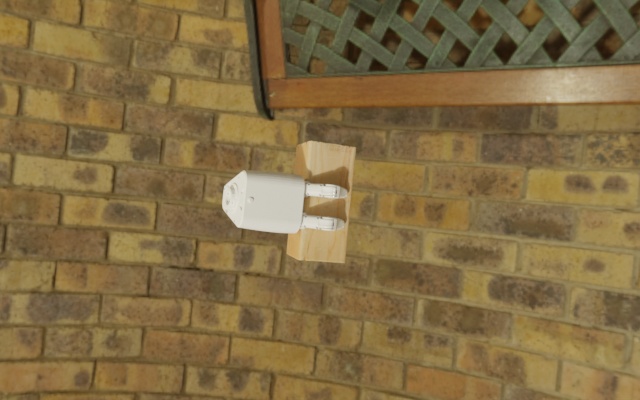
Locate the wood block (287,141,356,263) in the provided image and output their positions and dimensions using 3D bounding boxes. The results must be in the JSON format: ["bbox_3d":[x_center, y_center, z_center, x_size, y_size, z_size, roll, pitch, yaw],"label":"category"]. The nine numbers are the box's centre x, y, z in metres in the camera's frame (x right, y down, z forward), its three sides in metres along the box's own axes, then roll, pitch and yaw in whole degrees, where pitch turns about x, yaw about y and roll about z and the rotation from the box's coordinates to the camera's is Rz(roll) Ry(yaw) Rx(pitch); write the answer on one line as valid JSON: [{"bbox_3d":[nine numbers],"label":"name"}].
[{"bbox_3d":[0.000,0.003,0.871,0.090,0.206,0.091,6,0,-18],"label":"wood block"}]
